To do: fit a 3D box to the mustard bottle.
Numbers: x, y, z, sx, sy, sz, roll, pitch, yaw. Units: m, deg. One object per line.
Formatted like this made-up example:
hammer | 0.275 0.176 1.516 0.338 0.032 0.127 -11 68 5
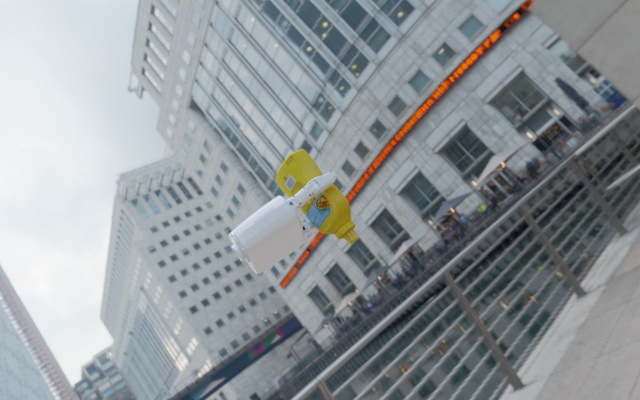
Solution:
mustard bottle | 0.000 0.003 0.877 0.058 0.191 0.096 -29 -18 -40
